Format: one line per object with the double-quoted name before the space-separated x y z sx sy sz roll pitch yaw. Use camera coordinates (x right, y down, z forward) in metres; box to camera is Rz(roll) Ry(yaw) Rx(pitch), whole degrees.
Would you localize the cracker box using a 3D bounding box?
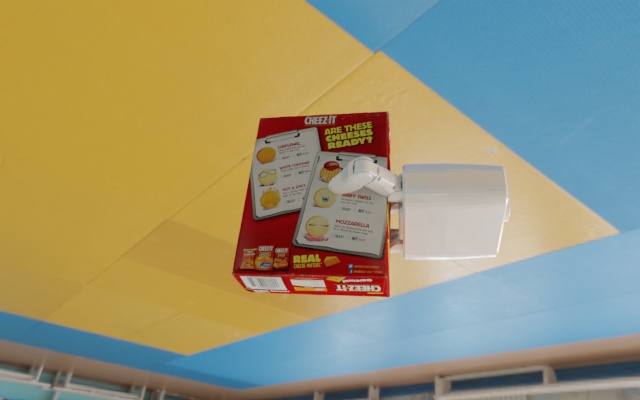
"cracker box" 0.000 0.002 0.560 0.164 0.213 0.072 -1 -31 10
